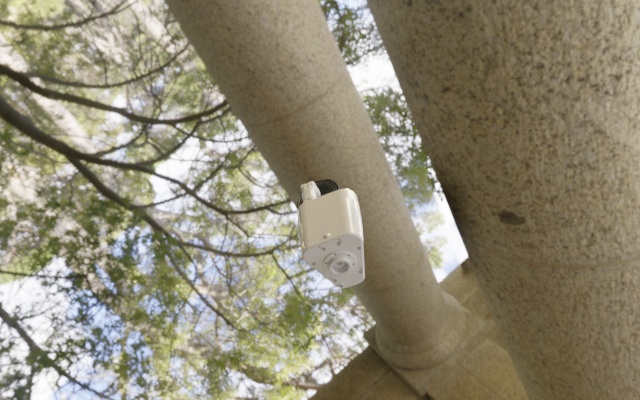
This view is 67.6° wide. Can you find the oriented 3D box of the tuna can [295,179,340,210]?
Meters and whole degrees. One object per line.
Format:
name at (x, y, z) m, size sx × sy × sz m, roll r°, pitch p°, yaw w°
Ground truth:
tuna can at (0.000, 0.003, 0.862) m, size 0.086 × 0.086 × 0.034 m, roll 0°, pitch -42°, yaw 35°
